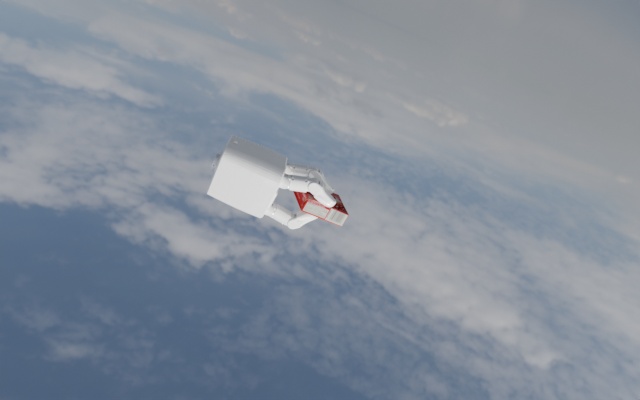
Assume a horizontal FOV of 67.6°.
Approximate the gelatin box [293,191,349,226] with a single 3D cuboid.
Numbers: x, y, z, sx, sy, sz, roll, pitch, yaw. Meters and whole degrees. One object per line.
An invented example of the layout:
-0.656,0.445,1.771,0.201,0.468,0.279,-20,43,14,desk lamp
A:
0.000,0.003,0.855,0.089,0.030,0.073,22,22,-25,gelatin box
